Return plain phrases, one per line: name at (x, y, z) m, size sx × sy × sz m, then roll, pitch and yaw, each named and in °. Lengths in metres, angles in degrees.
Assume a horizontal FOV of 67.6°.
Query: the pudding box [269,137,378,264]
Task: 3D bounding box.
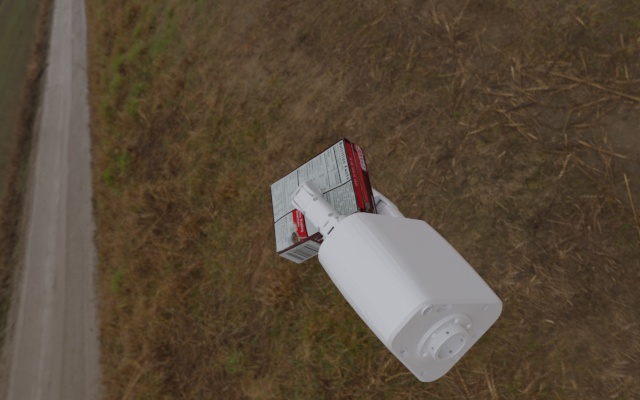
pudding box at (0.000, 0.002, 0.493) m, size 0.113 × 0.090 × 0.039 m, roll -29°, pitch -37°, yaw 30°
